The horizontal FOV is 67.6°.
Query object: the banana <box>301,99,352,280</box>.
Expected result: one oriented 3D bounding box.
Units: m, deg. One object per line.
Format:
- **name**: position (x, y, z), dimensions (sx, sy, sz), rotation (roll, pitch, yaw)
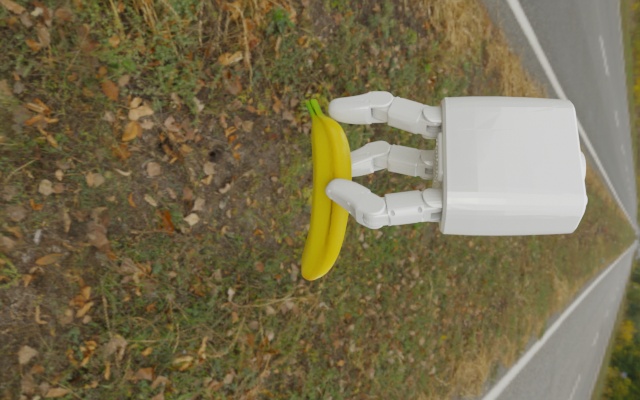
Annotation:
- **banana**: position (0.005, 0.006, 0.469), dimensions (0.037, 0.198, 0.069), rotation (-2, 23, -14)
